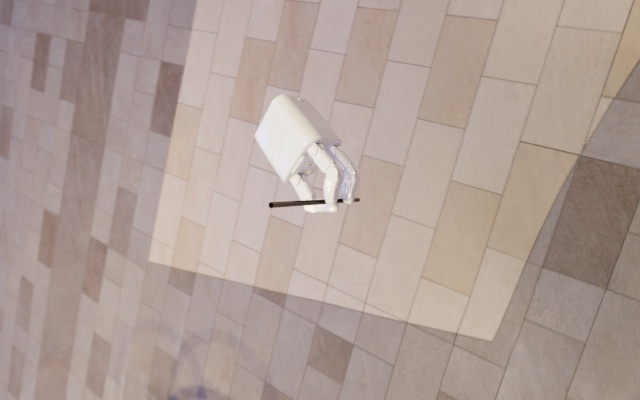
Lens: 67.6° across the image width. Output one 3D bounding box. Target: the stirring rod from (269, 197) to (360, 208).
[{"bbox_3d":[0.000,0.002,0.727,0.011,0.011,0.239,0,2,33],"label":"stirring rod"}]
